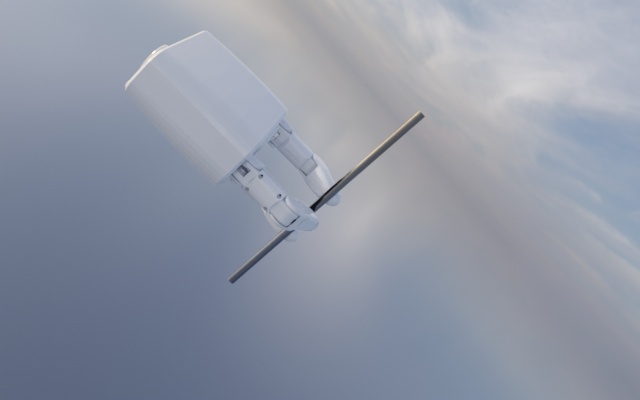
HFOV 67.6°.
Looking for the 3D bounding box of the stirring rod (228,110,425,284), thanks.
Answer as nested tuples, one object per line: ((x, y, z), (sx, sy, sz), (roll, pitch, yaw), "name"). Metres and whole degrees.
((0.000, 0.001, 0.442), (0.239, 0.011, 0.011), (-41, -11, 13), "stirring rod")
